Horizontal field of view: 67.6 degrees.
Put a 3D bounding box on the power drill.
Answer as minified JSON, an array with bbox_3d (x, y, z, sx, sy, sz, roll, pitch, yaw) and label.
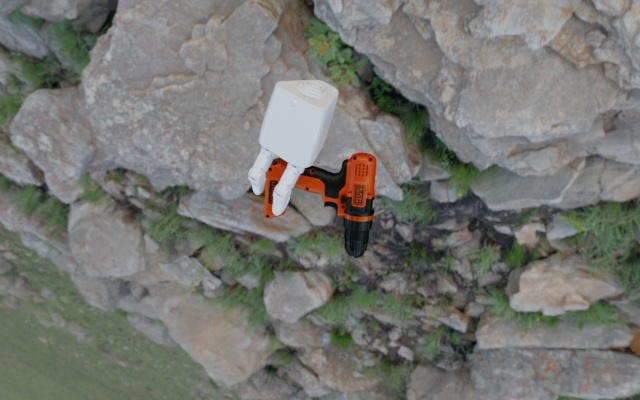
[{"bbox_3d":[0.000,0.002,0.822,0.187,0.184,0.057,6,14,7],"label":"power drill"}]
